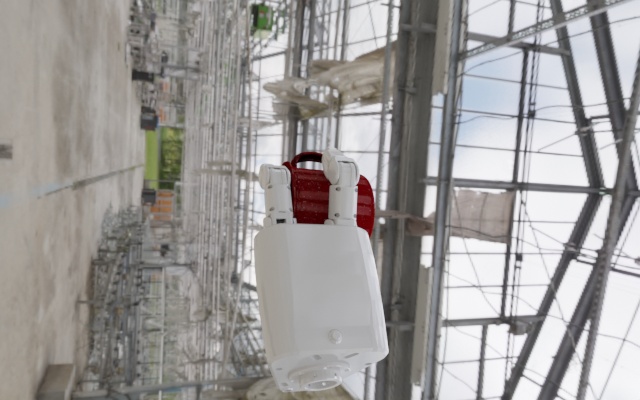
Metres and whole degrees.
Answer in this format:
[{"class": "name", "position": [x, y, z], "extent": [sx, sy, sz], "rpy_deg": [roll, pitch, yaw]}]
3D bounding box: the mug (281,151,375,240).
[{"class": "mug", "position": [0.000, 0.000, 0.474], "extent": [0.081, 0.117, 0.093], "rpy_deg": [4, -35, -17]}]
